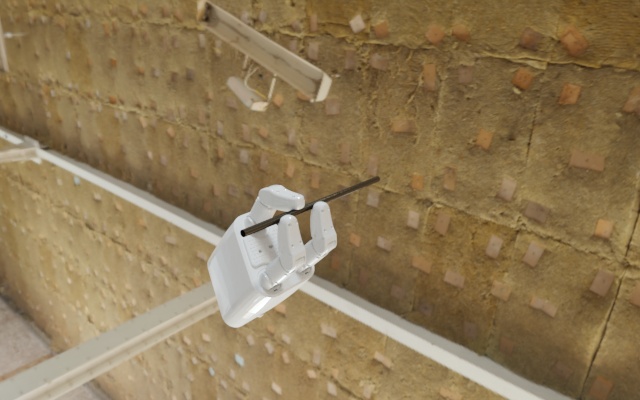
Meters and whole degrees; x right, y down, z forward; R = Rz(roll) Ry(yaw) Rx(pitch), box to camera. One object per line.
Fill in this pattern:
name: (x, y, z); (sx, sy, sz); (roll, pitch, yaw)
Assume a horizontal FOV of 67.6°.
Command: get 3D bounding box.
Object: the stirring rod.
stirring rod: (0.000, 0.002, 0.561); (0.011, 0.011, 0.239); (0, 15, 42)
